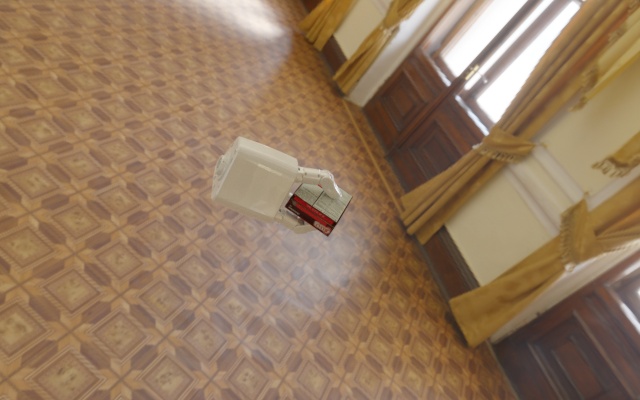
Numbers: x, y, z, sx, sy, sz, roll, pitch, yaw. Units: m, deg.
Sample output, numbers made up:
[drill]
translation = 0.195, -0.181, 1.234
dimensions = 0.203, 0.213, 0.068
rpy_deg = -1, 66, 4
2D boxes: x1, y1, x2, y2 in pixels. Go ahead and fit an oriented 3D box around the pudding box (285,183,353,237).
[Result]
[pudding box]
translation = 0.000, 0.003, 0.831
dimensions = 0.090, 0.039, 0.113
rpy_deg = 35, 33, 1
